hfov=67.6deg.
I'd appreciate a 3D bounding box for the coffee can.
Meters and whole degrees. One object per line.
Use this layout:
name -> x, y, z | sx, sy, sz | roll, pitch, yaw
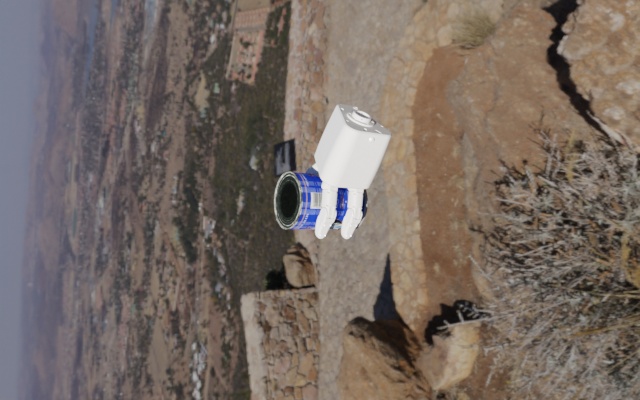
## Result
coffee can -> 0.000, 0.003, 0.872 | 0.140, 0.103, 0.103 | 3, -2, -32
